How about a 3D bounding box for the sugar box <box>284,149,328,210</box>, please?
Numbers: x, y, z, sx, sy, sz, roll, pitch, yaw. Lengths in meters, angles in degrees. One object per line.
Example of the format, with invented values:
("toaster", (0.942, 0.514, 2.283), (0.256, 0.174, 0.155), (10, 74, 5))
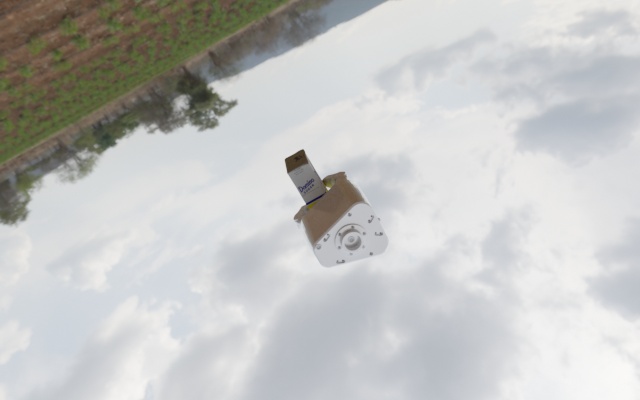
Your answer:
("sugar box", (0.001, 0.003, 0.824), (0.048, 0.176, 0.093), (-27, 21, 3))
